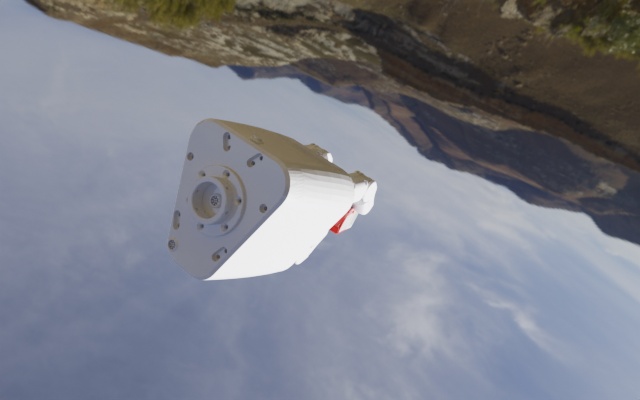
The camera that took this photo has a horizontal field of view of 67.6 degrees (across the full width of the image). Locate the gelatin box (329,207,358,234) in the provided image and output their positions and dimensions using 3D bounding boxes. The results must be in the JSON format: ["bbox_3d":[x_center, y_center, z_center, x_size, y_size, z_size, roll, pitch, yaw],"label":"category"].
[{"bbox_3d":[0.000,0.002,0.497,0.073,0.030,0.089,30,7,10],"label":"gelatin box"}]
